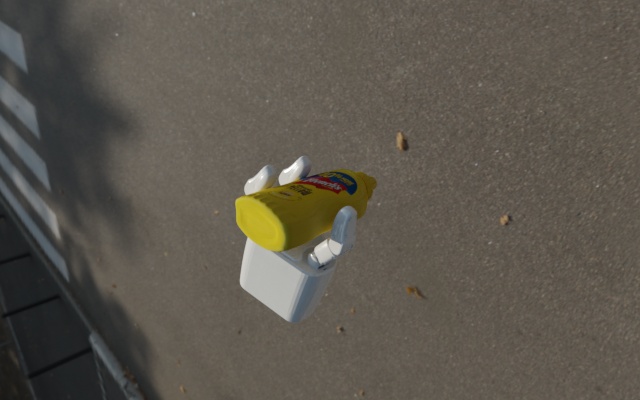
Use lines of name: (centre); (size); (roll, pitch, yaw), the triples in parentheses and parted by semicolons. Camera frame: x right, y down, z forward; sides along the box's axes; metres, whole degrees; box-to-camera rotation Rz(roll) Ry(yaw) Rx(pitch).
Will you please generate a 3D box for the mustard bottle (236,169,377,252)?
mustard bottle: (0.000, 0.002, 0.582); (0.191, 0.058, 0.096); (-20, 29, -39)
